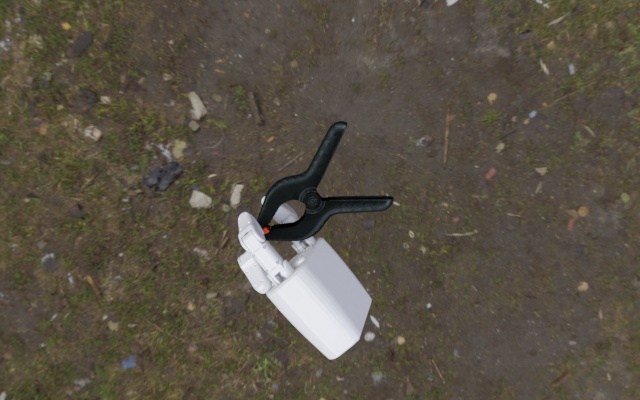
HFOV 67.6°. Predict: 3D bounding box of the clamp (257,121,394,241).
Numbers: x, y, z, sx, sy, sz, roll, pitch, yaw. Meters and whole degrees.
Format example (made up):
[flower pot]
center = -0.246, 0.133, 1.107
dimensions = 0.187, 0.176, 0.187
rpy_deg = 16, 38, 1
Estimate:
[clamp]
center = 0.000, 0.002, 0.575
dimensions = 0.171, 0.120, 0.039
rpy_deg = -41, 4, 7
